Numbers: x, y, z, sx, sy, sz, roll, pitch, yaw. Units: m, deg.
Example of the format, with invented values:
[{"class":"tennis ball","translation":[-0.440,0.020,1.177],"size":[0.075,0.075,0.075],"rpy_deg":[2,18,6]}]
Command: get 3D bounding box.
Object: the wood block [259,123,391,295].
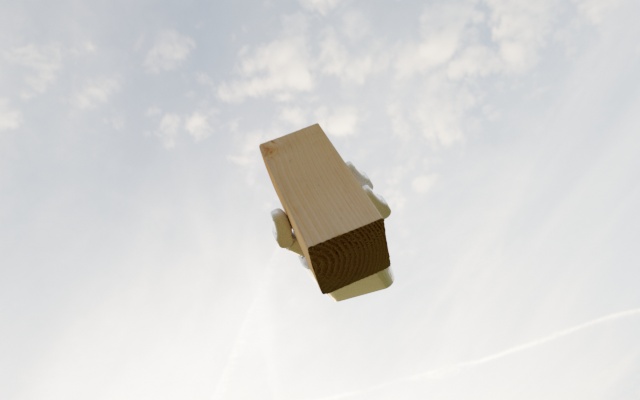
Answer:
[{"class":"wood block","translation":[0.000,0.002,0.604],"size":[0.091,0.090,0.206],"rpy_deg":[-22,44,-7]}]
